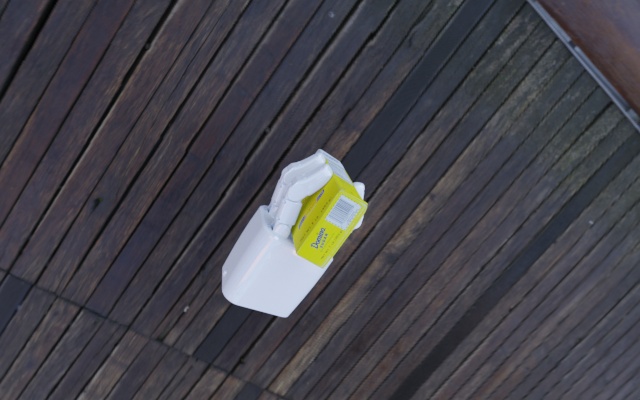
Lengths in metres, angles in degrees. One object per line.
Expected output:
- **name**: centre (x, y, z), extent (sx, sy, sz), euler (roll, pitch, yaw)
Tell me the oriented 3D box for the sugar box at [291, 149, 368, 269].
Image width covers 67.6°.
- **sugar box**: centre (0.000, 0.002, 0.609), extent (0.048, 0.093, 0.176), euler (31, 13, -21)
